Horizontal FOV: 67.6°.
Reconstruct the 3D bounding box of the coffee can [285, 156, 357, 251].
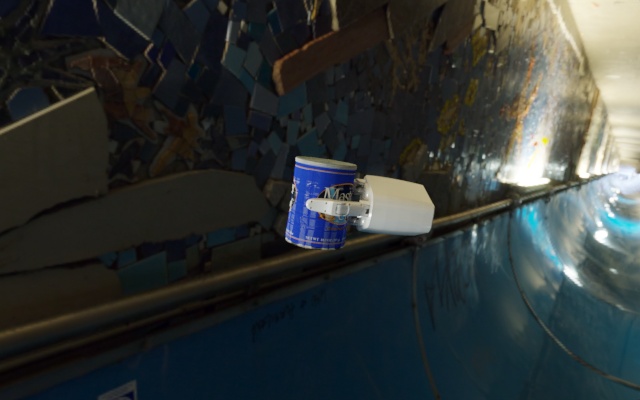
[{"bbox_3d":[0.000,0.002,0.803,0.103,0.140,0.103,8,9,-1],"label":"coffee can"}]
